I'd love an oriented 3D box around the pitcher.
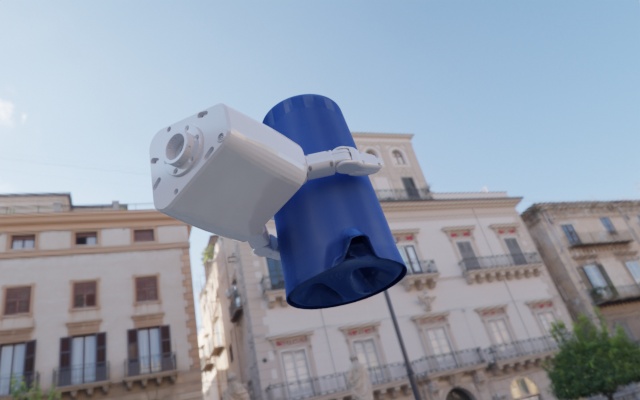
[{"bbox_3d":[0.000,0.002,0.573,0.149,0.242,0.145,-31,-32,26],"label":"pitcher"}]
